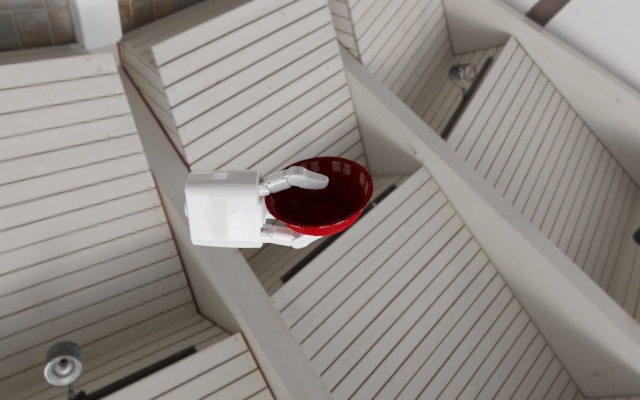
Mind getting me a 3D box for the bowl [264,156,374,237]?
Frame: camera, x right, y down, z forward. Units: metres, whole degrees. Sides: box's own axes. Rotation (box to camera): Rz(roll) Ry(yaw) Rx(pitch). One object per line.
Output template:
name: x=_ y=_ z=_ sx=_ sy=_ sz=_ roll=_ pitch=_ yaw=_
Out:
bowl: x=0.001 y=0.003 z=0.714 sx=0.162 sy=0.055 sz=0.162 roll=-6 pitch=41 yaw=5
